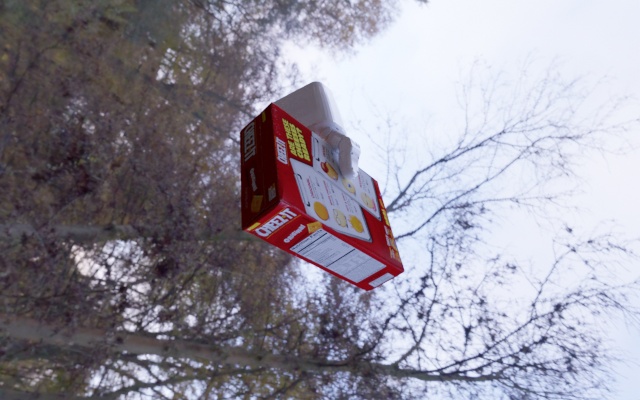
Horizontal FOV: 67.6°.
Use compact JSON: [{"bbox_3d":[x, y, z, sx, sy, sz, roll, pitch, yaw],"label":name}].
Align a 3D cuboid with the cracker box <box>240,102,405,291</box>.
[{"bbox_3d":[0.000,0.002,0.596,0.072,0.164,0.214,-37,-48,27],"label":"cracker box"}]
